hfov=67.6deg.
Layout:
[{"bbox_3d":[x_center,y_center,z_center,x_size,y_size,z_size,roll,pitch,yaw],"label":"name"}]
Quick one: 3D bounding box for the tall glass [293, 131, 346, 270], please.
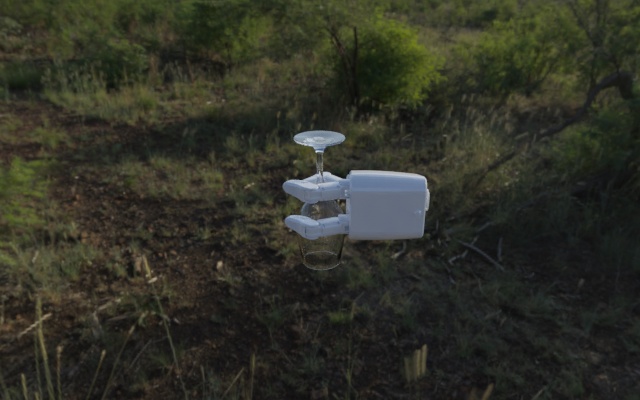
[{"bbox_3d":[0.000,0.002,0.716,0.079,0.201,0.079,0,23,0],"label":"tall glass"}]
